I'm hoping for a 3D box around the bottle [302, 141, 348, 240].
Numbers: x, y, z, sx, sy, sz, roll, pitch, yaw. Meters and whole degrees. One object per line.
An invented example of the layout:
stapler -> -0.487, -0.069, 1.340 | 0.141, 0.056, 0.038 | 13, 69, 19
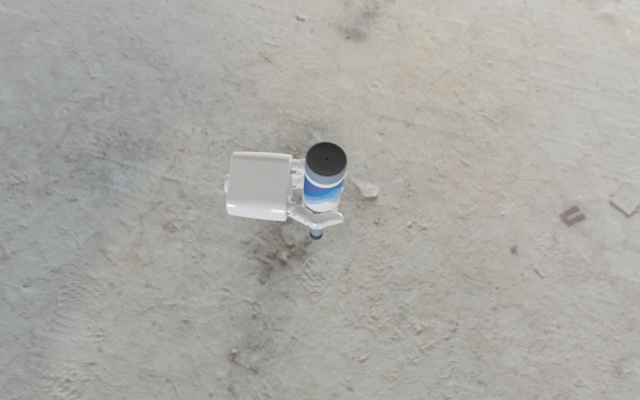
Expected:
bottle -> 0.000, 0.003, 0.871 | 0.069, 0.069, 0.296 | 0, -27, -4
